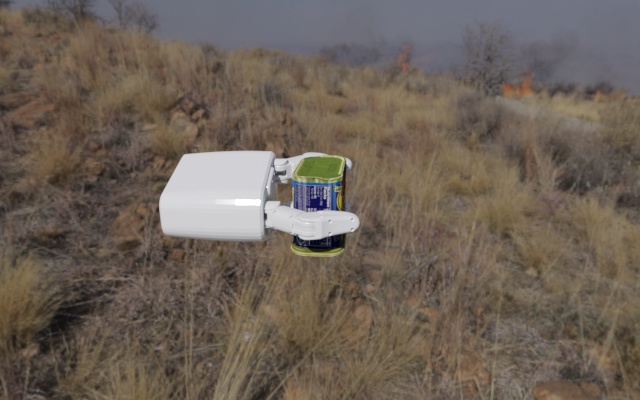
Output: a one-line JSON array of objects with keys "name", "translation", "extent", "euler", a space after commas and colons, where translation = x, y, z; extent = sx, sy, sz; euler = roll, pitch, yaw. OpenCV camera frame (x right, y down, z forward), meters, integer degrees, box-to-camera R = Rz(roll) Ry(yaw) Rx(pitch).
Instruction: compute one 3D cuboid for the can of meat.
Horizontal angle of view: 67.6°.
[{"name": "can of meat", "translation": [0.000, 0.001, 0.521], "extent": [0.057, 0.084, 0.102], "euler": [2, 19, 6]}]
